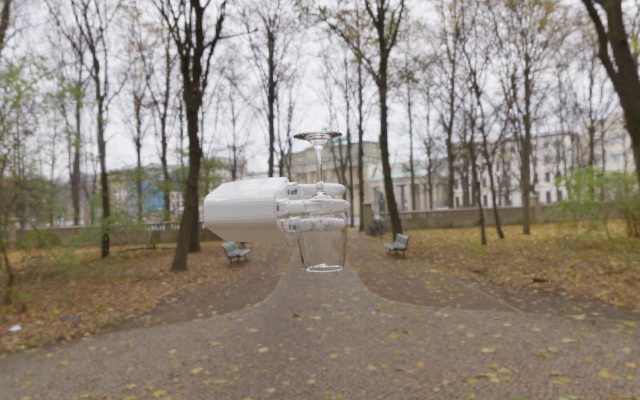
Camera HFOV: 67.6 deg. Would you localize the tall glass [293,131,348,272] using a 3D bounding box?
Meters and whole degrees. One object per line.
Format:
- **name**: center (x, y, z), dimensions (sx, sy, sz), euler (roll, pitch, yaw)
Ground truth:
- **tall glass**: center (0.000, 0.002, 0.709), dimensions (0.079, 0.201, 0.079), euler (-3, -1, 0)
